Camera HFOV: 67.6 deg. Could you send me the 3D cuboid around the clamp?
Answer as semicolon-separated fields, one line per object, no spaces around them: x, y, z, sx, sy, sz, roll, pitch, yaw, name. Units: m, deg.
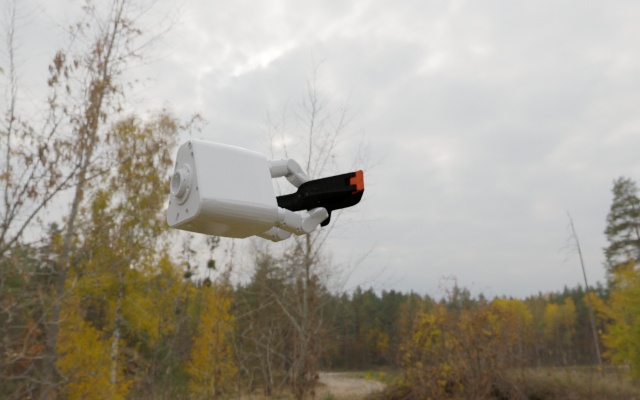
0.000;0.001;0.698;0.164;0.036;0.210;10;-21;-41;clamp
